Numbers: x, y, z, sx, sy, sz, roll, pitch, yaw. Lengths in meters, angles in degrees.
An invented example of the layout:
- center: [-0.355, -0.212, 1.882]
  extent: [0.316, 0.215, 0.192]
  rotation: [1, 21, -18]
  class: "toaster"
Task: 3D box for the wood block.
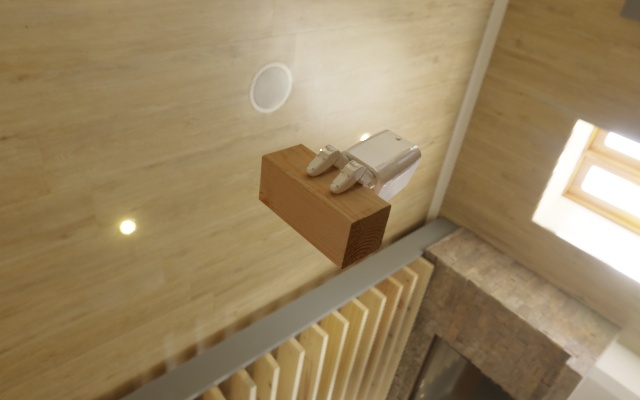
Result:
- center: [0.000, 0.003, 0.760]
  extent: [0.090, 0.091, 0.206]
  rotation: [-23, 46, -37]
  class: "wood block"
